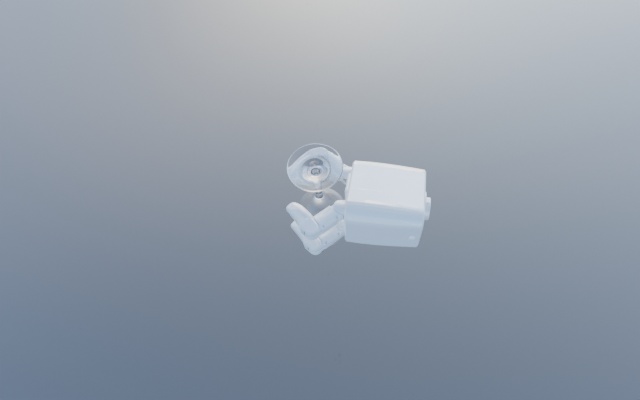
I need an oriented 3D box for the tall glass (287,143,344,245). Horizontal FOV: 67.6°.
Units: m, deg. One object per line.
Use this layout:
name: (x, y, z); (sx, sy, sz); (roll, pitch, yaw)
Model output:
tall glass: (0.000, 0.002, 0.708); (0.079, 0.079, 0.201); (0, -28, 4)
